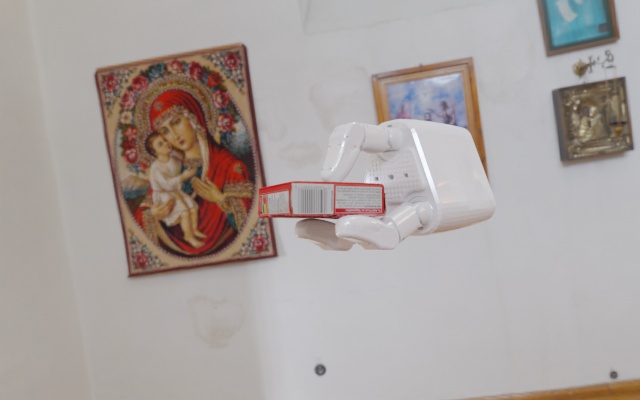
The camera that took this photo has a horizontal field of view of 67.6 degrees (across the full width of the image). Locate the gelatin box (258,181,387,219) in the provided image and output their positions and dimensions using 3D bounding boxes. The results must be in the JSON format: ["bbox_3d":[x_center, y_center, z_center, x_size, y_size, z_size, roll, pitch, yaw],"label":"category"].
[{"bbox_3d":[0.000,0.001,0.412,0.089,0.030,0.073,1,-3,-28],"label":"gelatin box"}]
